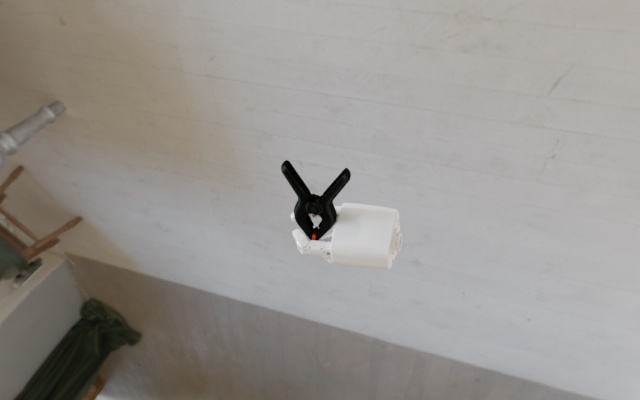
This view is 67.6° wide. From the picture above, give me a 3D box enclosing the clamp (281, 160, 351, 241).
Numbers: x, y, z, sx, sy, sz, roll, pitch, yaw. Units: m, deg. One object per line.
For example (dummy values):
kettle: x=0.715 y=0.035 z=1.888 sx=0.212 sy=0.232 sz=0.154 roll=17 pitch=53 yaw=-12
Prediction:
clamp: x=0.000 y=0.003 z=0.853 sx=0.120 sy=0.172 sz=0.039 roll=5 pitch=40 yaw=19
